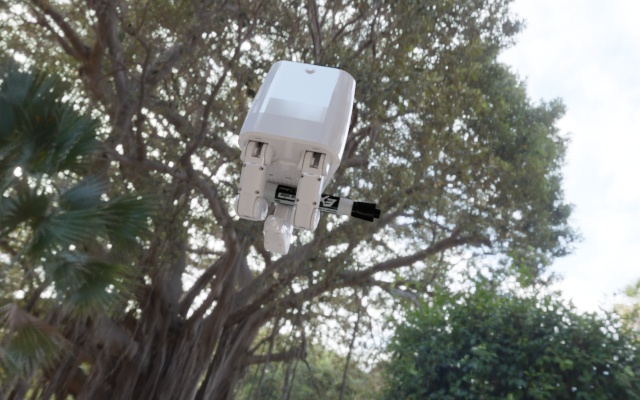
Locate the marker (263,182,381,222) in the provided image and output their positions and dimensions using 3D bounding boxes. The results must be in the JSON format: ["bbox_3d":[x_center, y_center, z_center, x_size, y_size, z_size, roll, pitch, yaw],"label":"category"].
[{"bbox_3d":[0.000,0.002,0.478,0.121,0.020,0.020,11,1,5],"label":"marker"}]
